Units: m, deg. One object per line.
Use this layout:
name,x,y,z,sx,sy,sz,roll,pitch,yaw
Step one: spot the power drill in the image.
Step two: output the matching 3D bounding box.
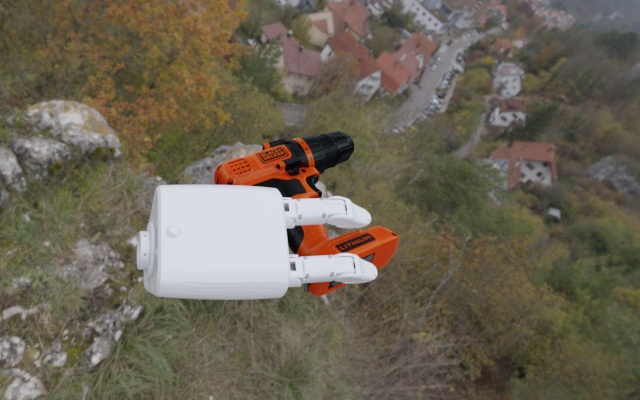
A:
power drill,0.000,0.002,0.532,0.184,0.057,0.187,-22,55,-27
